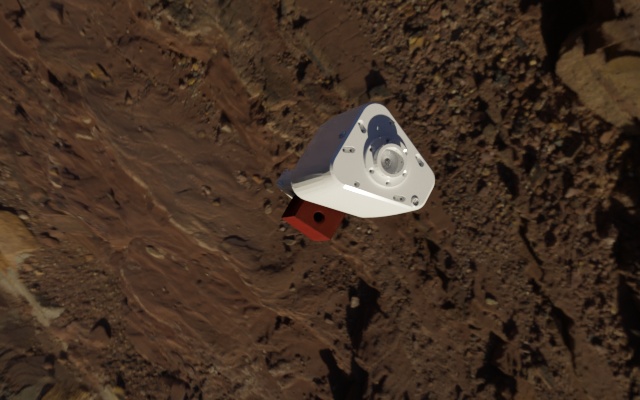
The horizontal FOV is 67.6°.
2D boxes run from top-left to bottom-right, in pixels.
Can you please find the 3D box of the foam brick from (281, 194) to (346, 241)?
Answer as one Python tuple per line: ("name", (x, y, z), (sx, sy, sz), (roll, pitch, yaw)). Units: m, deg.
("foam brick", (0.000, 0.002, 0.562), (0.053, 0.078, 0.051), (34, -15, -17))
